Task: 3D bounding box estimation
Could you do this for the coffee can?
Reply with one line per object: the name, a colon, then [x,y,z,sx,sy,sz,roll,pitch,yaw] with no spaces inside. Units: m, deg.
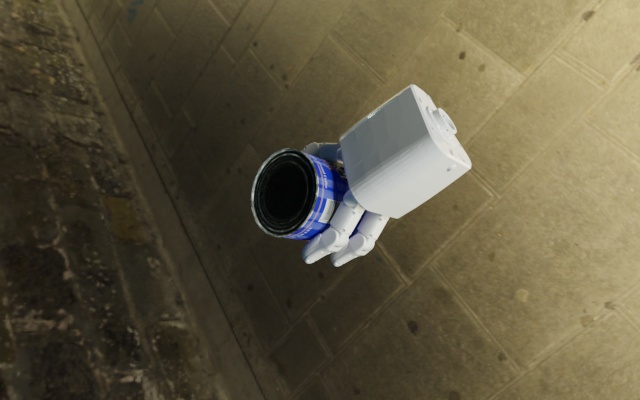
coffee can: [0.000,0.002,0.590,0.103,0.103,0.140,0,-9,39]
